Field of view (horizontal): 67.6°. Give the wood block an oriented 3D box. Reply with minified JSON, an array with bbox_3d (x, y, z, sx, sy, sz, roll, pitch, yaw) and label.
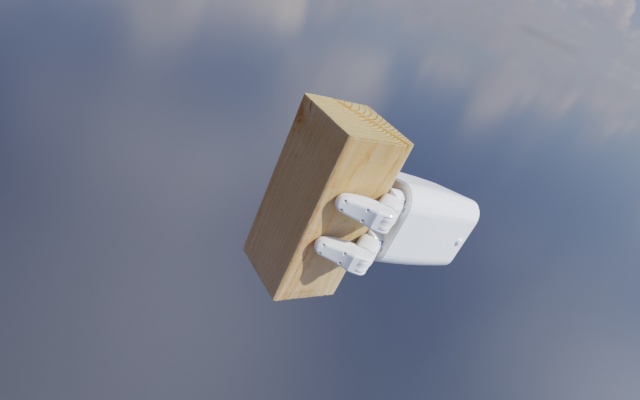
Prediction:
[{"bbox_3d":[0.000,0.001,0.523,0.090,0.206,0.090,2,35,-37],"label":"wood block"}]
